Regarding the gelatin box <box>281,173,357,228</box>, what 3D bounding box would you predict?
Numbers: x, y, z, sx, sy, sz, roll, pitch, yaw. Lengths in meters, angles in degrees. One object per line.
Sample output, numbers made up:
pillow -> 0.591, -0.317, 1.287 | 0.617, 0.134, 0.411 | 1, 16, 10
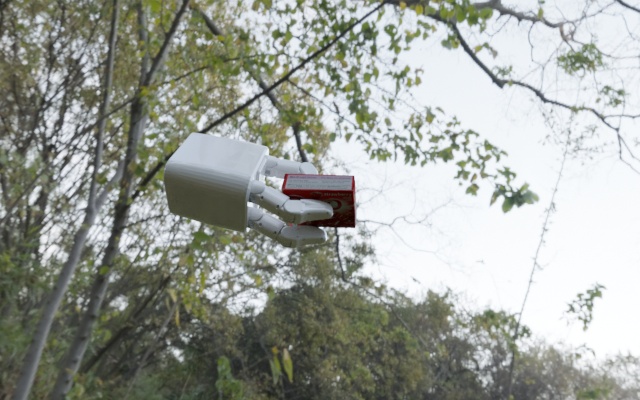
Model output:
gelatin box -> 0.000, 0.002, 0.599 | 0.089, 0.030, 0.073 | 1, -41, 8
